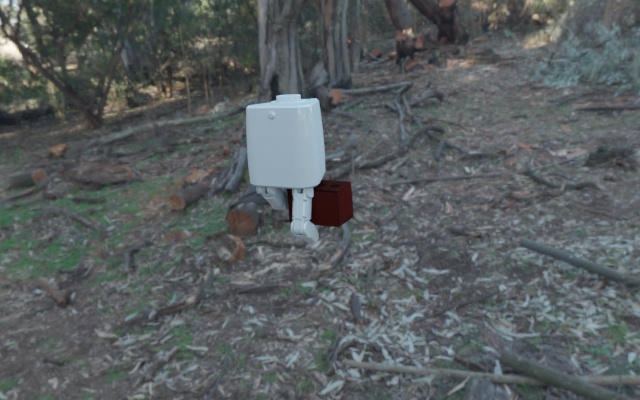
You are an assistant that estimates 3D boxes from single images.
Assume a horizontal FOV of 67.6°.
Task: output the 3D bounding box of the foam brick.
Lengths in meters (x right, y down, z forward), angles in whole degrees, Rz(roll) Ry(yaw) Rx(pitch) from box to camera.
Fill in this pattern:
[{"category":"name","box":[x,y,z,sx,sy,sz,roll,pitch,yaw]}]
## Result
[{"category":"foam brick","box":[0.000,0.002,0.661,0.078,0.051,0.053,5,17,23]}]
